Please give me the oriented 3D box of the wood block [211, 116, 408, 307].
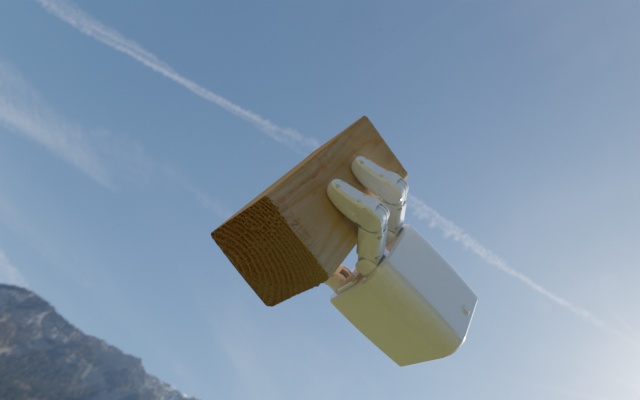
[{"bbox_3d":[0.000,0.002,0.489,0.091,0.090,0.206,-32,7,39],"label":"wood block"}]
